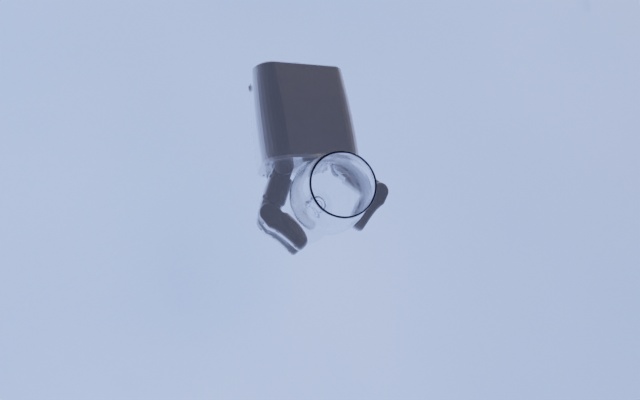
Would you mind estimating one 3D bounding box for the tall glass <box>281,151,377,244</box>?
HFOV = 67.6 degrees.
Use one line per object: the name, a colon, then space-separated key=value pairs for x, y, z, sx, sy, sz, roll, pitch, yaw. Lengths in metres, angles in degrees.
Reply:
tall glass: x=0.000 y=0.002 z=0.517 sx=0.079 sy=0.079 sz=0.201 roll=0 pitch=-9 yaw=-12
